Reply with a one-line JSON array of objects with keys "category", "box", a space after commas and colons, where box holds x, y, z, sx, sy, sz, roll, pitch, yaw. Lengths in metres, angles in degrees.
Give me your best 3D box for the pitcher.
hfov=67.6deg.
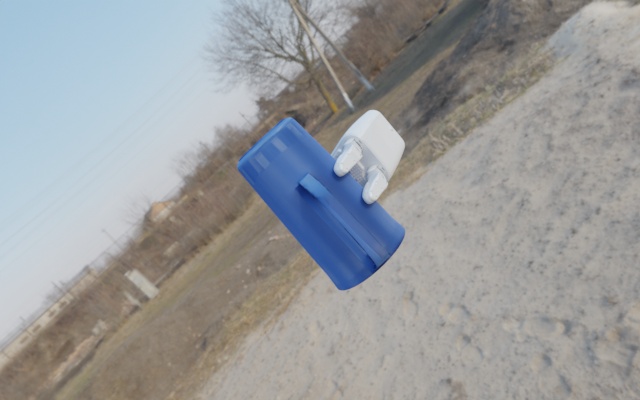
[{"category": "pitcher", "box": [0.000, 0.002, 0.681, 0.149, 0.243, 0.145, -36, 11, 40]}]
